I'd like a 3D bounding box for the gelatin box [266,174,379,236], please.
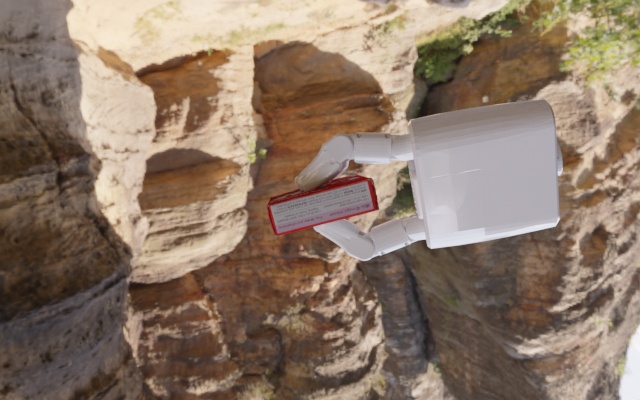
[{"bbox_3d":[0.000,0.002,0.414,0.089,0.030,0.073,-15,6,-2],"label":"gelatin box"}]
